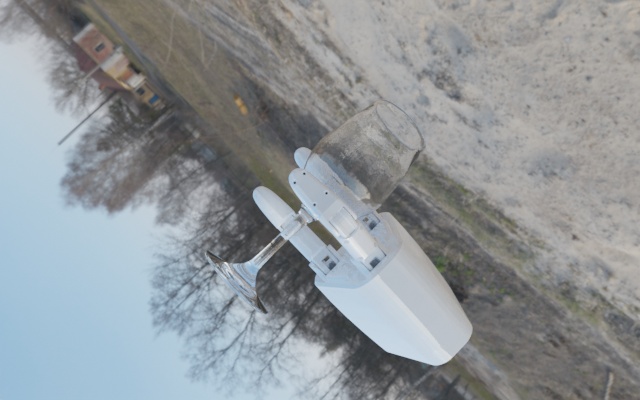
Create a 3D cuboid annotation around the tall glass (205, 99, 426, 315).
[{"bbox_3d":[-0.001,0.002,0.414,0.201,0.079,0.079,-44,6,-6],"label":"tall glass"}]
